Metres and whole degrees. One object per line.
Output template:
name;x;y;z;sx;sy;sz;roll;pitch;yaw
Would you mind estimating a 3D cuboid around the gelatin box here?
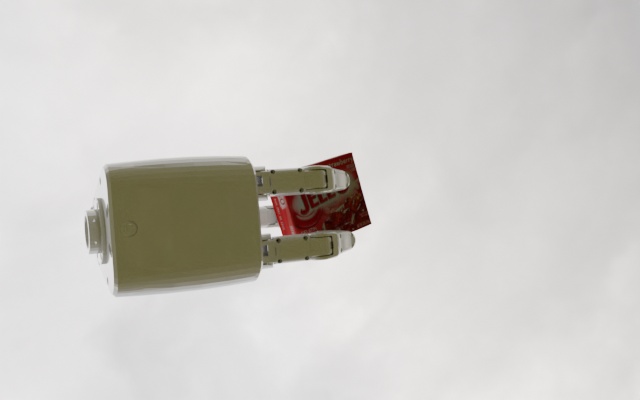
gelatin box;0.000;0.001;0.443;0.089;0.073;0.030;-20;7;-36
